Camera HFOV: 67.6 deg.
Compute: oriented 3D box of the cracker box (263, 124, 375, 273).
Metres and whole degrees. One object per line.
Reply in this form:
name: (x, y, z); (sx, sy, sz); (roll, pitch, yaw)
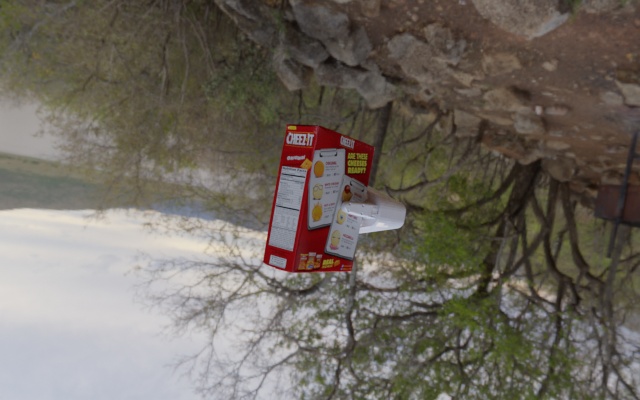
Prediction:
cracker box: (0.000, 0.003, 0.750); (0.072, 0.213, 0.164); (10, 0, 36)
